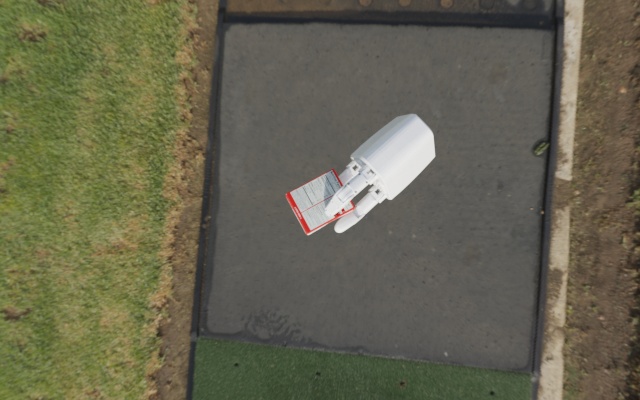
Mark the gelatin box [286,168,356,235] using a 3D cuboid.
[{"bbox_3d":[0.000,0.003,0.758,0.089,0.073,0.030,-28,-6,-5],"label":"gelatin box"}]
